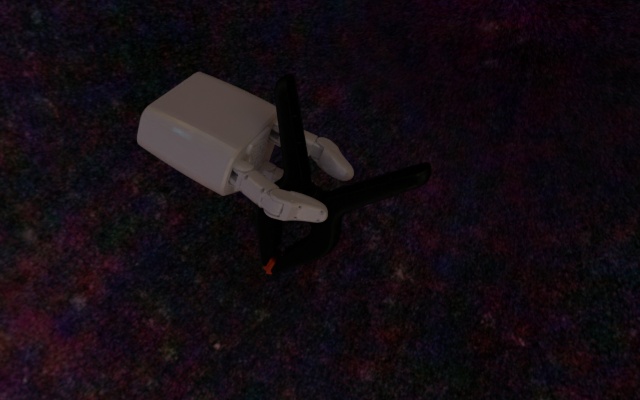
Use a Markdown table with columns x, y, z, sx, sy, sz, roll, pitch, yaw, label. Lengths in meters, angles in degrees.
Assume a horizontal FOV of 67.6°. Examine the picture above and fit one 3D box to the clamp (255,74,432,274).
| x | y | z | sx | sy | sz | roll | pitch | yaw | label |
| --- | --- | --- | --- | --- | --- | --- | --- | --- | --- |
| -0.001 | 0.002 | 0.480 | 0.164 | 0.210 | 0.036 | 28 | 31 | 7 | clamp |
